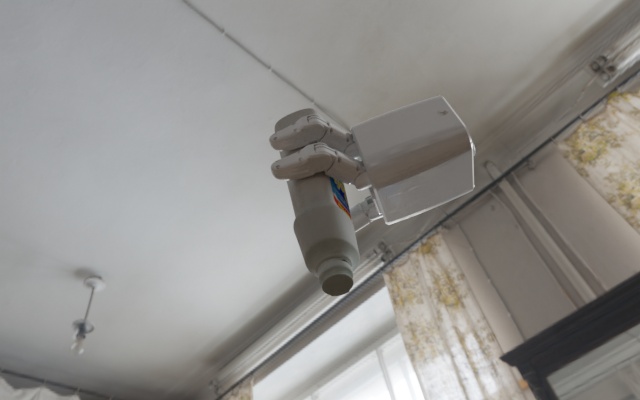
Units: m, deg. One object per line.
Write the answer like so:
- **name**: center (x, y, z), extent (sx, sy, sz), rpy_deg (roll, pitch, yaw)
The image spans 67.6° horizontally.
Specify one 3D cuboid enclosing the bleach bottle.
- **bleach bottle**: center (0.000, 0.002, 0.512), extent (0.068, 0.103, 0.250), rpy_deg (-22, 39, 7)
